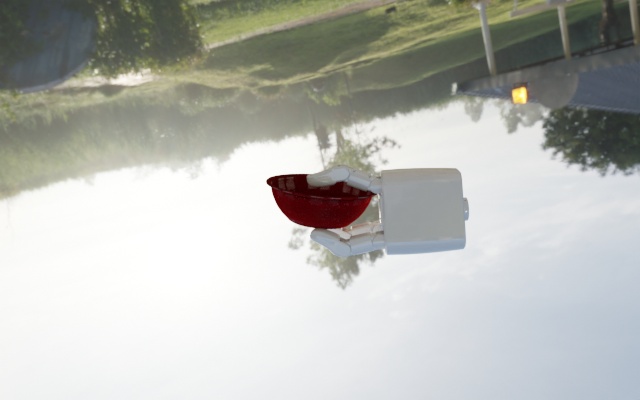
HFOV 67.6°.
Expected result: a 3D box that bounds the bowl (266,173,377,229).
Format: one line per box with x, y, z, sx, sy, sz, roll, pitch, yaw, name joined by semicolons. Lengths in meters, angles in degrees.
-0.001;0.002;0.687;0.162;0.055;0.162;6;13;-1;bowl
